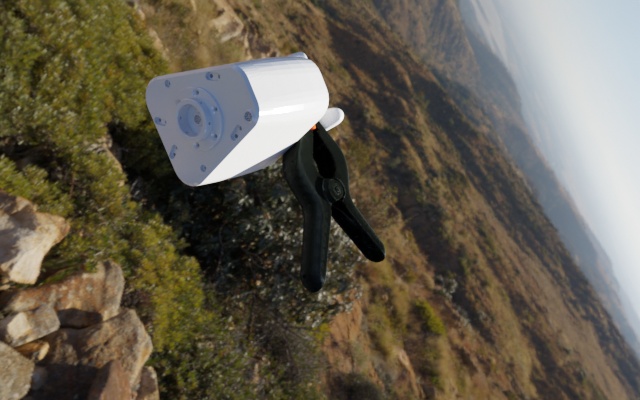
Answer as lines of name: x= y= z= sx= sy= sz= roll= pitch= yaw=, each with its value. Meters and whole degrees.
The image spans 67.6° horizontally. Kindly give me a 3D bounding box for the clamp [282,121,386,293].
clamp: x=0.001 y=0.001 z=0.461 sx=0.039 sy=0.171 sz=0.120 roll=-23 pitch=3 yaw=35
